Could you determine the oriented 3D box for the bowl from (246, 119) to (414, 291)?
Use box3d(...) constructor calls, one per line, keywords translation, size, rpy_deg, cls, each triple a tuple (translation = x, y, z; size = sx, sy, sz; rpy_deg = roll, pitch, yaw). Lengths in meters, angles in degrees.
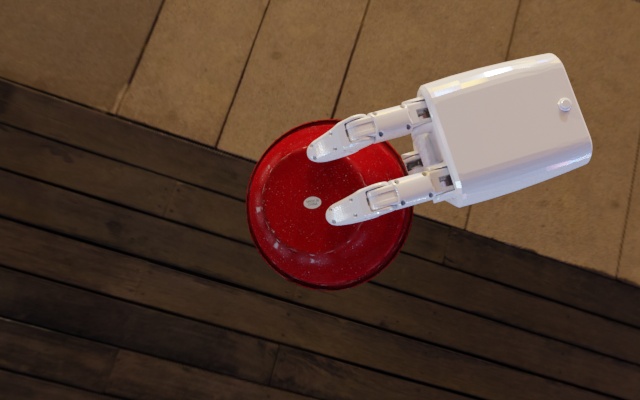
box3d(translation=(-0.001, 0.002, 0.423), size=(0.162, 0.162, 0.055), rpy_deg=(0, -4, 13), cls="bowl")
